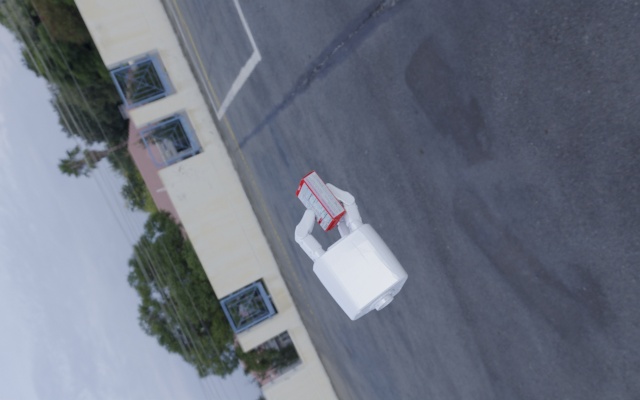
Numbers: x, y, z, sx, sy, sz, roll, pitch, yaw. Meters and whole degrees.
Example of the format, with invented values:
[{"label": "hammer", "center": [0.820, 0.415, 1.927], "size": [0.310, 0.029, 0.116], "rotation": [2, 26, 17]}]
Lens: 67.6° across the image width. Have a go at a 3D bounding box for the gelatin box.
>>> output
[{"label": "gelatin box", "center": [0.000, 0.003, 0.796], "size": [0.030, 0.089, 0.073], "rotation": [-36, -9, -20]}]
